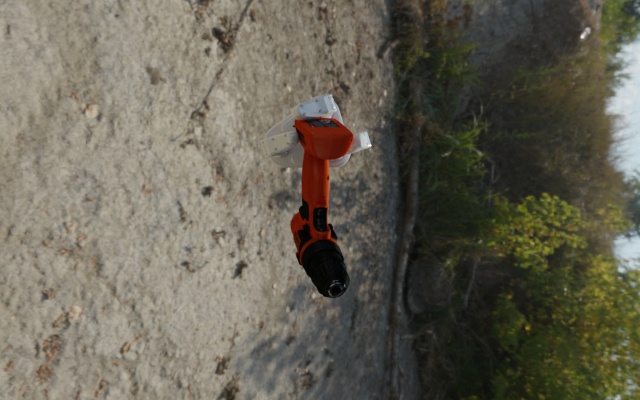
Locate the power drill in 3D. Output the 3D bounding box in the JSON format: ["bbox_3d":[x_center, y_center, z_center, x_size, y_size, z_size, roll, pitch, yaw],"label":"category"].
[{"bbox_3d":[0.000,0.001,0.581,0.057,0.188,0.184,-1,22,-15],"label":"power drill"}]
